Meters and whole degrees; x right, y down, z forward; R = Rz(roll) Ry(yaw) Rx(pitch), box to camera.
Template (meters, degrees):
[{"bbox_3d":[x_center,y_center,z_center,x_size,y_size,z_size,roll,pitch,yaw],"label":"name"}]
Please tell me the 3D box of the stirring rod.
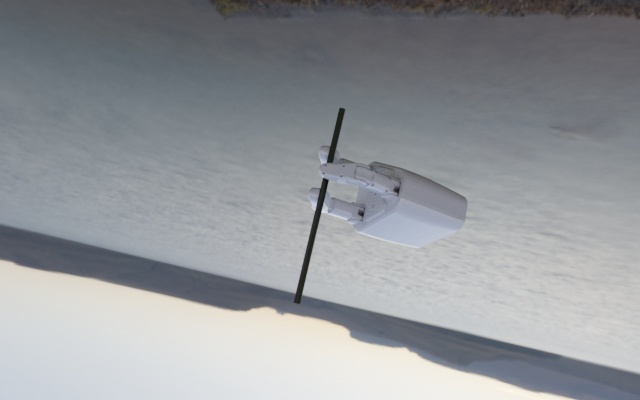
[{"bbox_3d":[0.000,0.002,0.564,0.011,0.239,0.011,13,-12,3],"label":"stirring rod"}]
